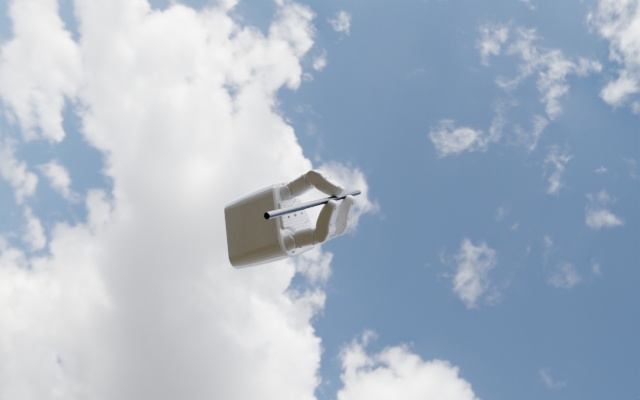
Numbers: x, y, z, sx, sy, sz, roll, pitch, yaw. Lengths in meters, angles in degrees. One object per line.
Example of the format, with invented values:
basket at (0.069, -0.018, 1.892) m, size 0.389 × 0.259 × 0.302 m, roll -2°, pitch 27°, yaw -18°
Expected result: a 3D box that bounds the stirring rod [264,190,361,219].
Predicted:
stirring rod at (0.000, 0.002, 0.619) m, size 0.011 × 0.011 × 0.239 m, roll 0°, pitch 7°, yaw 29°
